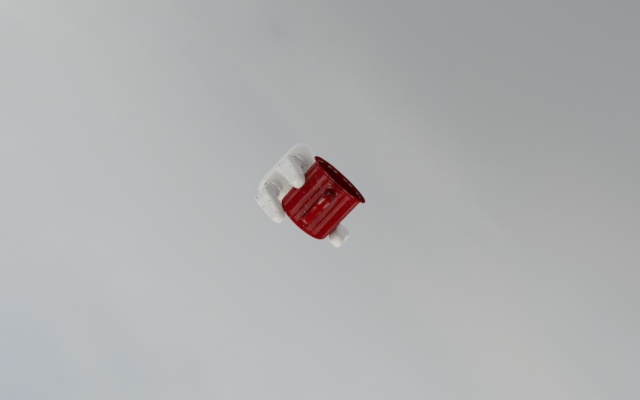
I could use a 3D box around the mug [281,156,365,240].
[{"bbox_3d":[0.000,0.003,0.645,0.093,0.081,0.117,41,12,-7],"label":"mug"}]
